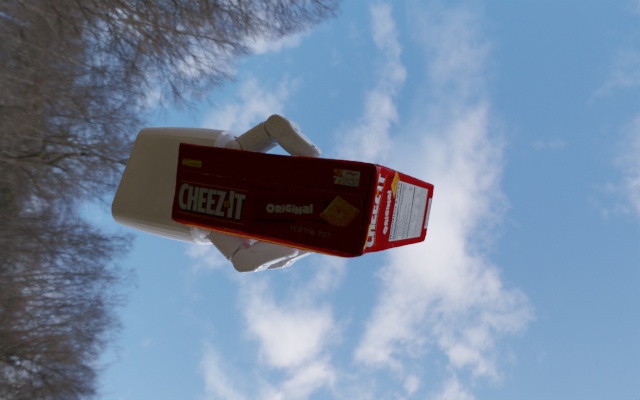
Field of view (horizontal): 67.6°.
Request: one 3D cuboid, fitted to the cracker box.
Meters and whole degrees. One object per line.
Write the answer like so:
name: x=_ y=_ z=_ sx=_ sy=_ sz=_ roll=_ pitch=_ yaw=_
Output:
cracker box: x=0.000 y=0.001 z=0.437 sx=0.164 sy=0.072 sz=0.214 roll=8 pitch=2 yaw=24
